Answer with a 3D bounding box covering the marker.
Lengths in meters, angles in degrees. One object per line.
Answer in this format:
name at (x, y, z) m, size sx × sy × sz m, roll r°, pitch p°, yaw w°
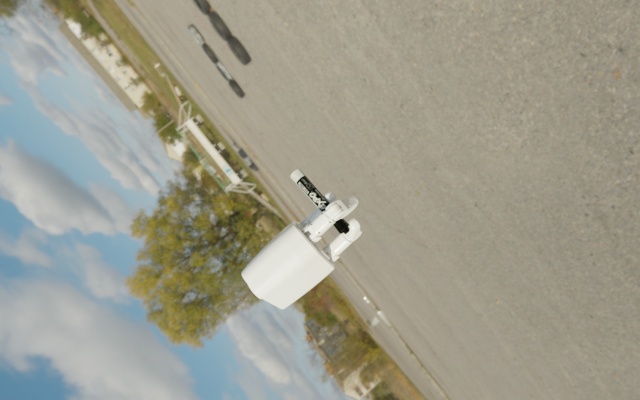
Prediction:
marker at (0.000, 0.002, 0.697) m, size 0.020 × 0.121 × 0.020 m, roll -38°, pitch -16°, yaw -13°
